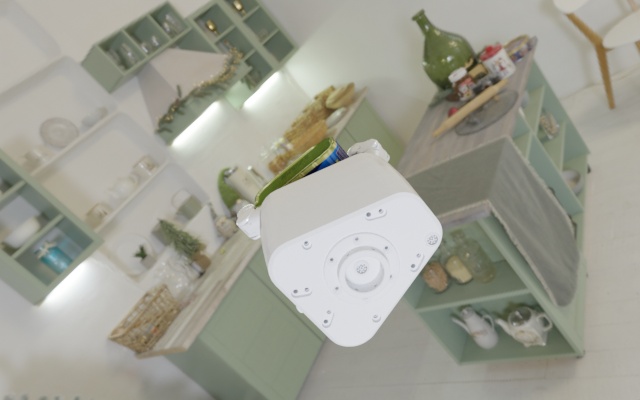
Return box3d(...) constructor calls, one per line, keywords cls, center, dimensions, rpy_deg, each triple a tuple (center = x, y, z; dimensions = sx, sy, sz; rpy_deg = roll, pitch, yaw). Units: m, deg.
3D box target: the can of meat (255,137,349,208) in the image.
box3d(cls="can of meat", center=(0.000, 0.001, 0.455), dimensions=(0.102, 0.084, 0.057), rpy_deg=(-39, 19, 9))
